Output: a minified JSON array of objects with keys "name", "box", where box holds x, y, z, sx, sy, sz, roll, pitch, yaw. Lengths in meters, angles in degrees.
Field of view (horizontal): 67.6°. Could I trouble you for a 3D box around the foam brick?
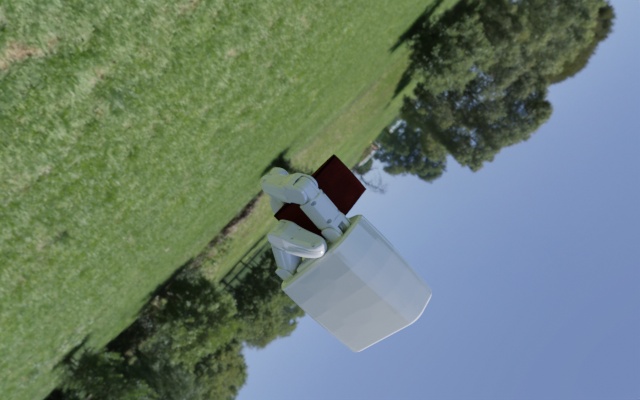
[{"name":"foam brick","box":[0.000,0.001,0.498,0.078,0.051,0.053,-49,6,-36]}]
